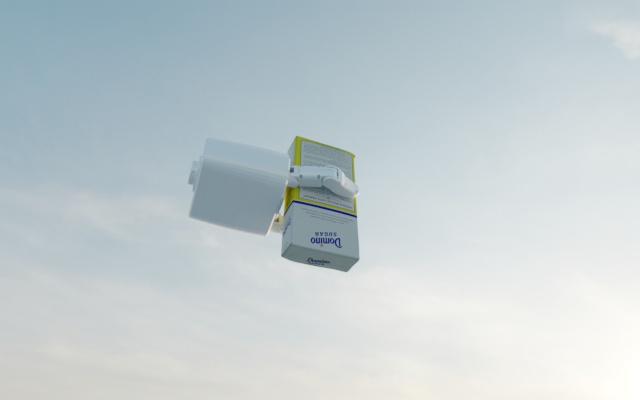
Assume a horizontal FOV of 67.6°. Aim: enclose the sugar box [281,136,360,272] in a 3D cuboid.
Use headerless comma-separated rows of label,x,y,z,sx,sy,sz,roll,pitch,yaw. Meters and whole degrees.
sugar box,0.000,0.002,0.632,0.093,0.176,0.048,15,-37,-17
